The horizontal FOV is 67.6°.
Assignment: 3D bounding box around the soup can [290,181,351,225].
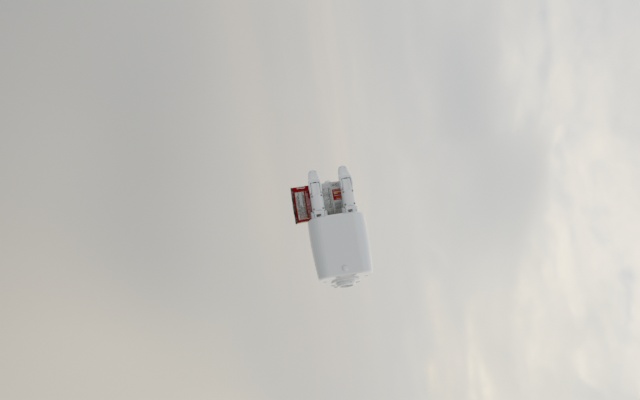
[{"bbox_3d":[0.000,0.002,0.869,0.102,0.068,0.068,-9,0,-2],"label":"soup can"}]
